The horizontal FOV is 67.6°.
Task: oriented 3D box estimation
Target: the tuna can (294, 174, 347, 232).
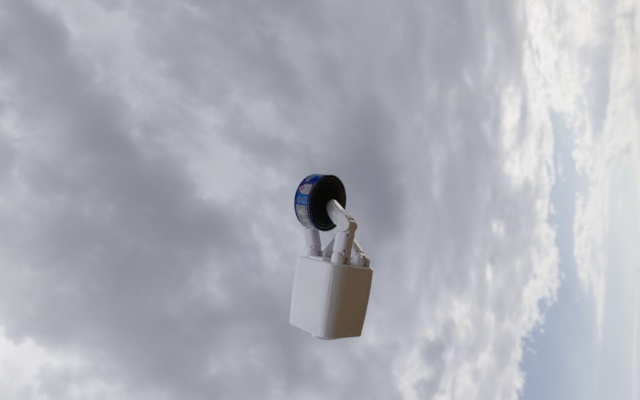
[{"bbox_3d":[0.000,0.002,0.723,0.034,0.086,0.086,9,6,41],"label":"tuna can"}]
